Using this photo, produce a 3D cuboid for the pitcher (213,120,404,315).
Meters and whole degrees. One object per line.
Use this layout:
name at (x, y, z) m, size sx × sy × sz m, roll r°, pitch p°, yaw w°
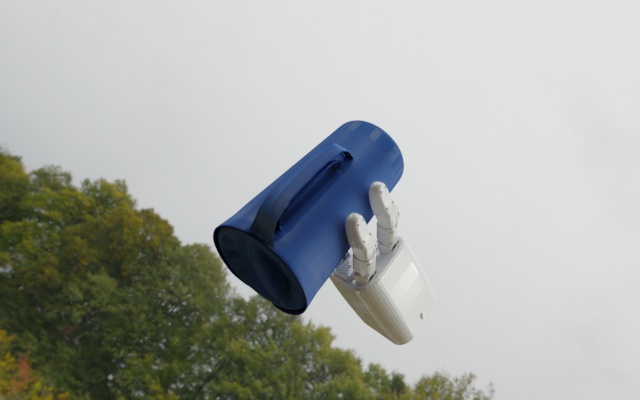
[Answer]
pitcher at (0.000, 0.002, 0.571) m, size 0.149 × 0.145 × 0.242 m, roll -7°, pitch 33°, yaw 51°
